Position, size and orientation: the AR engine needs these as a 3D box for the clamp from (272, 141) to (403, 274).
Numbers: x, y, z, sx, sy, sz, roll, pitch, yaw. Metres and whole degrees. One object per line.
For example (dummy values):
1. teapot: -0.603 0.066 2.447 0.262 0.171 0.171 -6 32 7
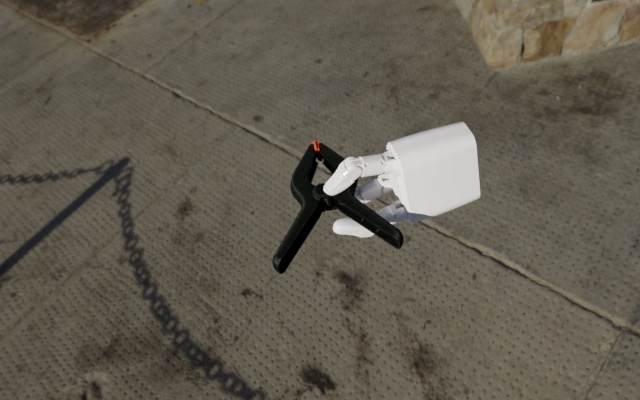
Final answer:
1. clamp: 0.000 0.001 0.646 0.164 0.209 0.036 -17 -40 -3
